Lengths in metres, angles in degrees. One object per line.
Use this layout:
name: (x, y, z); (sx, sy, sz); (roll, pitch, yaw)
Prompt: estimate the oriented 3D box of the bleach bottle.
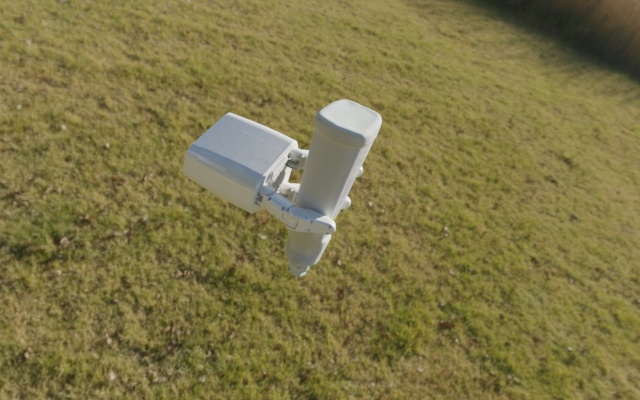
bleach bottle: (0.000, 0.002, 0.614); (0.068, 0.251, 0.102); (26, 31, 10)
